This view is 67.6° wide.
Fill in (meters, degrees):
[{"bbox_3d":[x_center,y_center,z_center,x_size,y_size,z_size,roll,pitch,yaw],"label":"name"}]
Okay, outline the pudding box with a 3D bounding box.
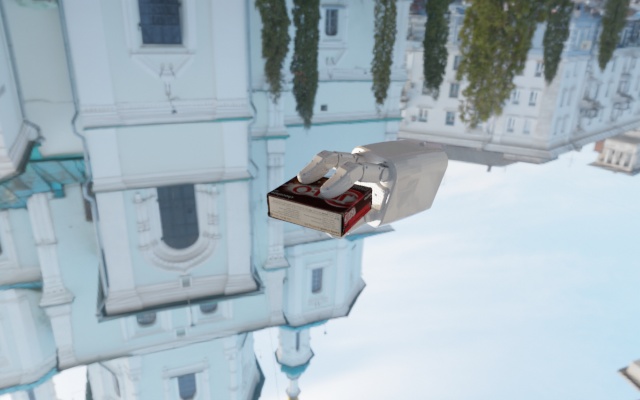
[{"bbox_3d":[0.000,0.002,0.624,0.113,0.039,0.090,12,26,26],"label":"pudding box"}]
